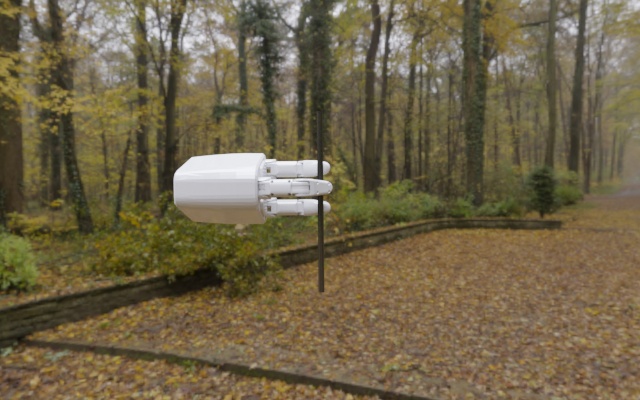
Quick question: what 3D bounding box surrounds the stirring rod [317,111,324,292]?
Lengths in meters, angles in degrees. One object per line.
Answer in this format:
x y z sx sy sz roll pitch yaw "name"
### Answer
0.000 0.002 0.637 0.011 0.239 0.011 -1 1 0 "stirring rod"
